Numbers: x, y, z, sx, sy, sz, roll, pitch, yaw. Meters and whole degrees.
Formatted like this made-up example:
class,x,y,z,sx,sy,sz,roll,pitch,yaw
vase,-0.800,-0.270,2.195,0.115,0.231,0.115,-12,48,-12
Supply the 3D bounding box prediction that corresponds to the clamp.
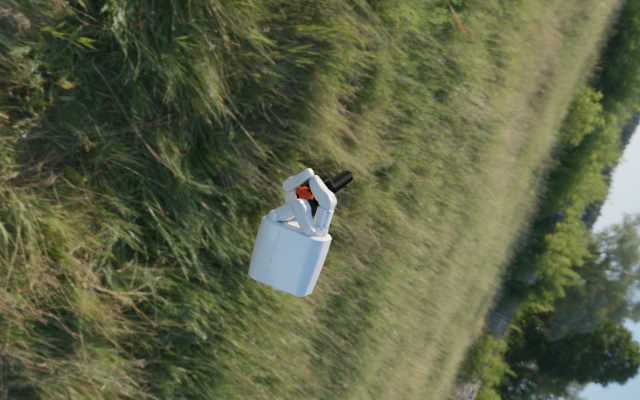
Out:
class,x,y,z,sx,sy,sz,roll,pitch,yaw
clamp,0.001,0.003,0.855,0.039,0.120,0.171,22,13,26
